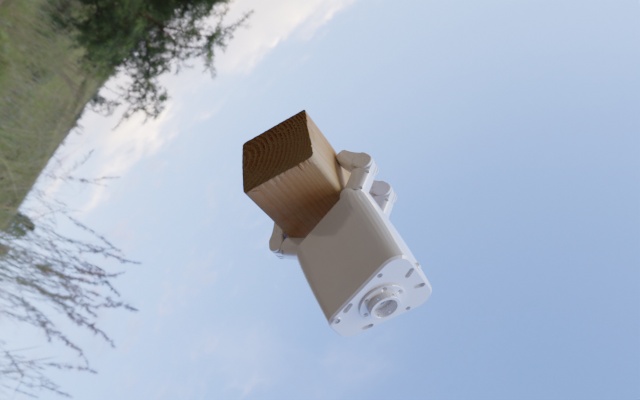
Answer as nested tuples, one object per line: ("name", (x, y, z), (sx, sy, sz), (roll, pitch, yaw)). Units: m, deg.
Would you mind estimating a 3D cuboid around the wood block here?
("wood block", (0.000, 0.002, 0.595), (0.091, 0.090, 0.206), (-26, -47, 16))
